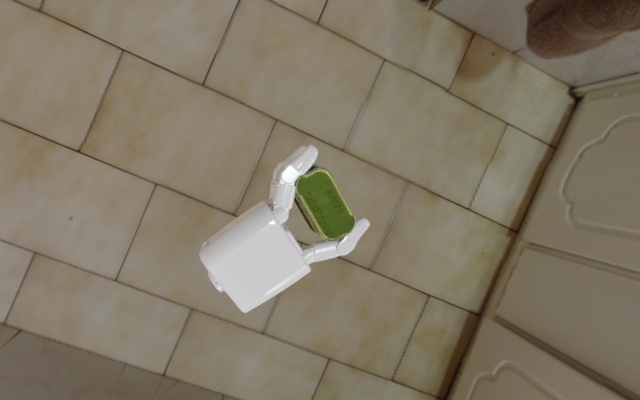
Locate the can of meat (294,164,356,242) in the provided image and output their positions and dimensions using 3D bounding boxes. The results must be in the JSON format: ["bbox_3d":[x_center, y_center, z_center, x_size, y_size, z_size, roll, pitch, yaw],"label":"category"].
[{"bbox_3d":[0.000,0.002,0.643,0.057,0.102,0.084,-31,10,-6],"label":"can of meat"}]
